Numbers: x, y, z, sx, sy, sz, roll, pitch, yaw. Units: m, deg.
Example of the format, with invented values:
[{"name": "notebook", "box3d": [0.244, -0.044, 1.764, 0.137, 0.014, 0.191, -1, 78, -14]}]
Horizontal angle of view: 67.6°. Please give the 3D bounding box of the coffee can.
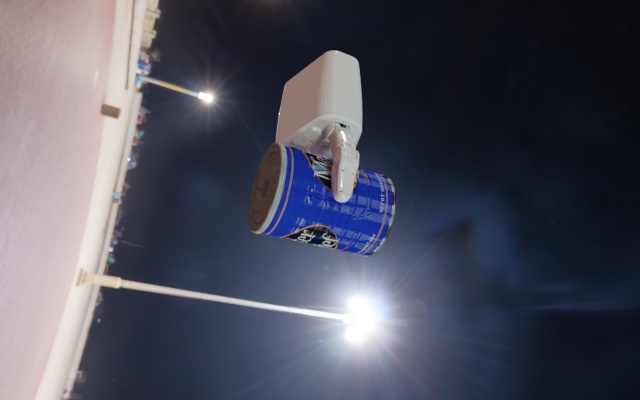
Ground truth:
[{"name": "coffee can", "box3d": [0.000, 0.002, 0.551, 0.140, 0.103, 0.103, 15, -6, -22]}]
